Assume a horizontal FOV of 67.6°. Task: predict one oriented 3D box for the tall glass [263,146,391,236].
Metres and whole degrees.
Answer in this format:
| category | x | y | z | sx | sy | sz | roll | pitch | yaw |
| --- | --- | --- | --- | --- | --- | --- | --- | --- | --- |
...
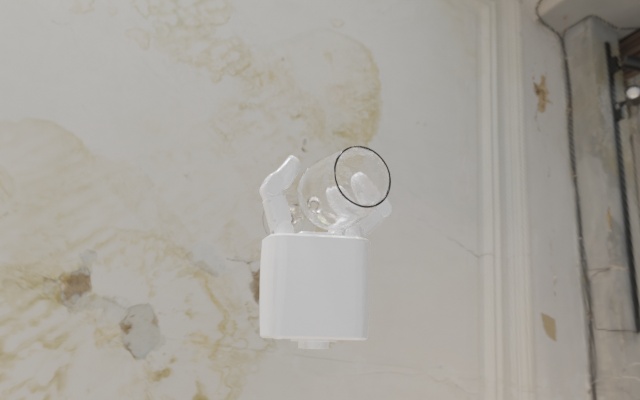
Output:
| category | x | y | z | sx | sy | sz | roll | pitch | yaw |
| --- | --- | --- | --- | --- | --- | --- | --- | --- | --- |
| tall glass | 0.000 | 0.002 | 0.536 | 0.079 | 0.079 | 0.201 | 0 | -15 | -25 |
